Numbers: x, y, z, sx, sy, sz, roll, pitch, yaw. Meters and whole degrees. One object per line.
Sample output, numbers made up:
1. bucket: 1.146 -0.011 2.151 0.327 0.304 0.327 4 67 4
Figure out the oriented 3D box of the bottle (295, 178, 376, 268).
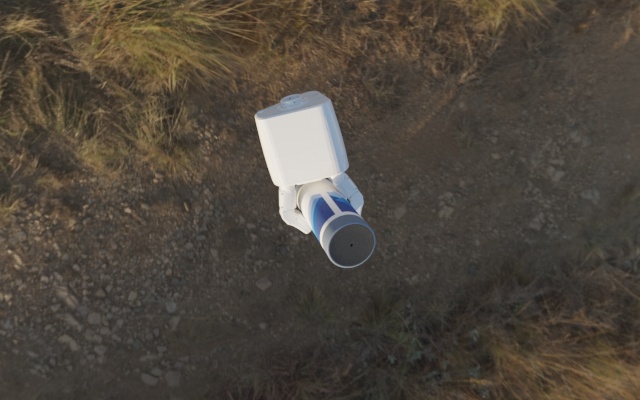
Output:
1. bottle: 0.000 0.003 0.743 0.069 0.069 0.295 0 22 -17
